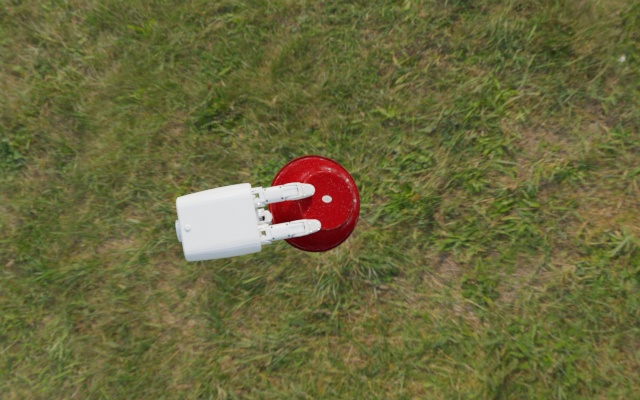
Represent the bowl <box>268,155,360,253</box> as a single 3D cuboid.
[{"bbox_3d":[0.001,0.002,0.764,0.162,0.162,0.055,0,-6,-20],"label":"bowl"}]
